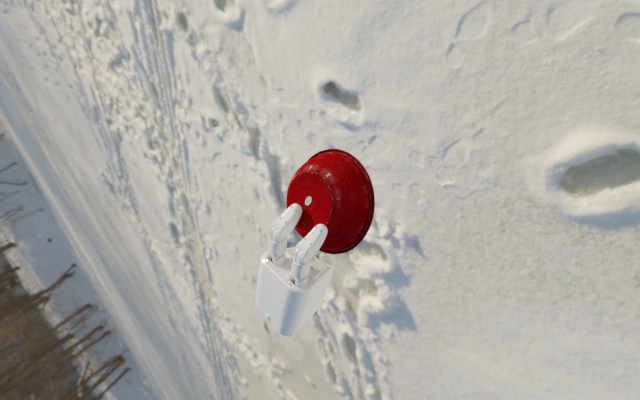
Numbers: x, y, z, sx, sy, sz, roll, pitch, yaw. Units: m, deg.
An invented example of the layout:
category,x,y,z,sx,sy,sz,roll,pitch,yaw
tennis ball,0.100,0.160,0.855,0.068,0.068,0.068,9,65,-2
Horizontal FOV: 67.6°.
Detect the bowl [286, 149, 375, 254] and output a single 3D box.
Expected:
category,x,y,z,sx,sy,sz,roll,pitch,yaw
bowl,0.000,0.001,0.711,0.162,0.162,0.055,0,1,41
